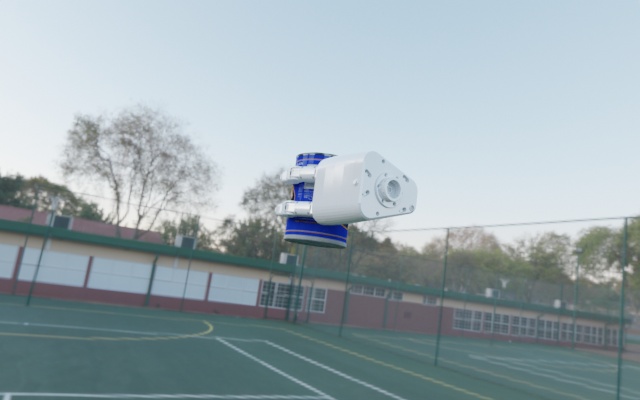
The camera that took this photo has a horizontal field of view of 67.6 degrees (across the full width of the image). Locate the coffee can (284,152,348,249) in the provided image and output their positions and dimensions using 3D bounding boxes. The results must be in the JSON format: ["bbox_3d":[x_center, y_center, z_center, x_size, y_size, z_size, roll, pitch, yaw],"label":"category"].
[{"bbox_3d":[0.000,0.003,0.787,0.103,0.140,0.103,7,-10,1],"label":"coffee can"}]
